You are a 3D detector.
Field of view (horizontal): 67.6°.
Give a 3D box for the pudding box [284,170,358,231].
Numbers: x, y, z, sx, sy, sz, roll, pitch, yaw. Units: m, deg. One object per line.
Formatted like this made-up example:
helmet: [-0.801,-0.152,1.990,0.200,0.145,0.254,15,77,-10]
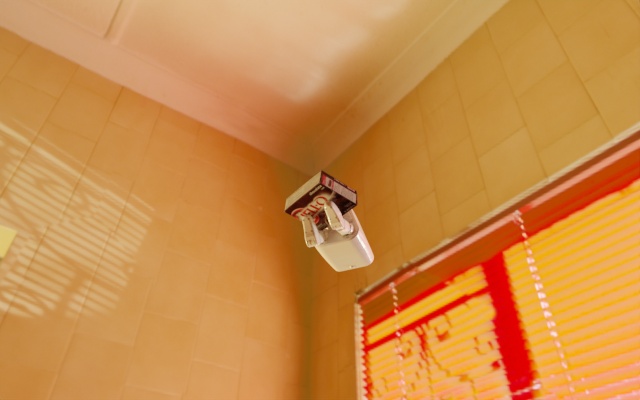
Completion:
pudding box: [0.000,0.003,0.893,0.090,0.039,0.113,29,-48,-26]
